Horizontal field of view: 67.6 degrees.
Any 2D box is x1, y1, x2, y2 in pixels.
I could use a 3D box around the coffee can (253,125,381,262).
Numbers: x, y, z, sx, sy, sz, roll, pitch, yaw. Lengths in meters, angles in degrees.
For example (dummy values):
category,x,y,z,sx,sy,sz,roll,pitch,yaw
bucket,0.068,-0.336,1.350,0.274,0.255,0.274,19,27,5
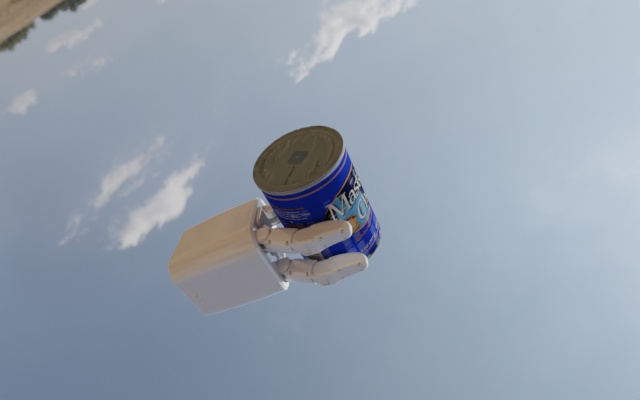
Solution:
category,x,y,z,sx,sy,sz,roll,pitch,yaw
coffee can,0.000,0.002,0.541,0.103,0.102,0.140,0,-43,30
